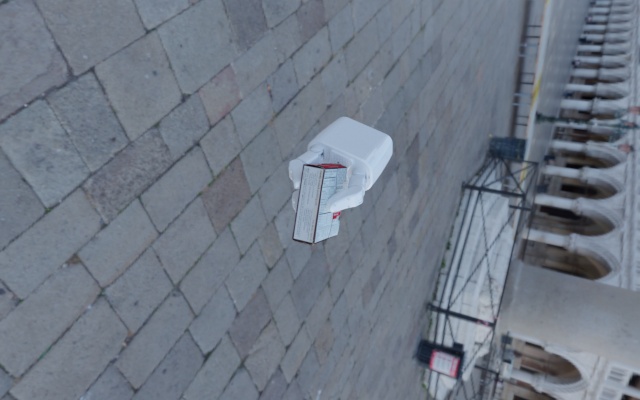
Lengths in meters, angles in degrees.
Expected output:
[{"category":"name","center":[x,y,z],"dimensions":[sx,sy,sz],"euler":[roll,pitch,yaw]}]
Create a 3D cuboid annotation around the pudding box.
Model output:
[{"category":"pudding box","center":[0.000,0.002,0.696],"dimensions":[0.039,0.113,0.090],"euler":[11,9,24]}]
